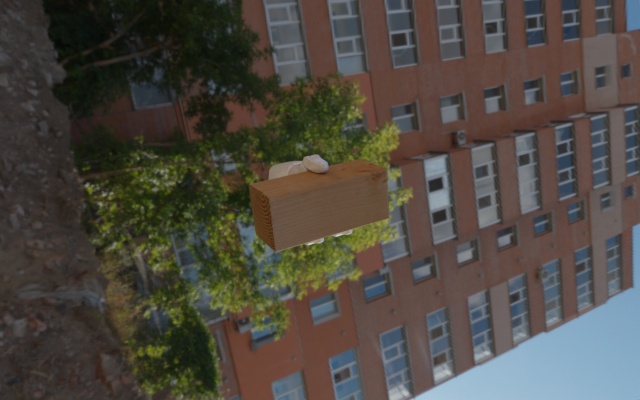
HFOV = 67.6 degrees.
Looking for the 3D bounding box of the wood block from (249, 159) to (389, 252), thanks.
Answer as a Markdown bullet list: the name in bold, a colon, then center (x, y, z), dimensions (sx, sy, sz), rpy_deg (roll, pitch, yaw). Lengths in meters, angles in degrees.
- **wood block**: center (0.000, 0.002, 0.775), dimensions (0.206, 0.091, 0.090), rpy_deg (-15, 22, -24)
